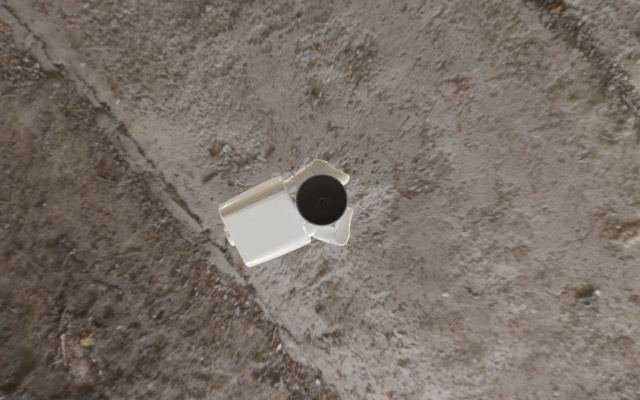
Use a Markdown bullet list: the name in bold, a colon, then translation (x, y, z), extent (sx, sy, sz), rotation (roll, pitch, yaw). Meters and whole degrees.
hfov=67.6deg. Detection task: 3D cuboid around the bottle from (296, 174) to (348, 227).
- **bottle**: translation (0.000, 0.002, 0.744), extent (0.069, 0.069, 0.296), rotation (0, -1, -1)
